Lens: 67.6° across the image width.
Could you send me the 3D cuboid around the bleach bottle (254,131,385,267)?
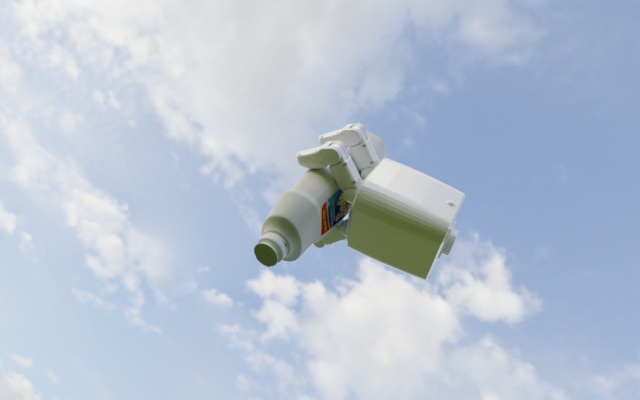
[{"bbox_3d":[0.000,0.002,0.573,0.068,0.103,0.250,24,38,16],"label":"bleach bottle"}]
